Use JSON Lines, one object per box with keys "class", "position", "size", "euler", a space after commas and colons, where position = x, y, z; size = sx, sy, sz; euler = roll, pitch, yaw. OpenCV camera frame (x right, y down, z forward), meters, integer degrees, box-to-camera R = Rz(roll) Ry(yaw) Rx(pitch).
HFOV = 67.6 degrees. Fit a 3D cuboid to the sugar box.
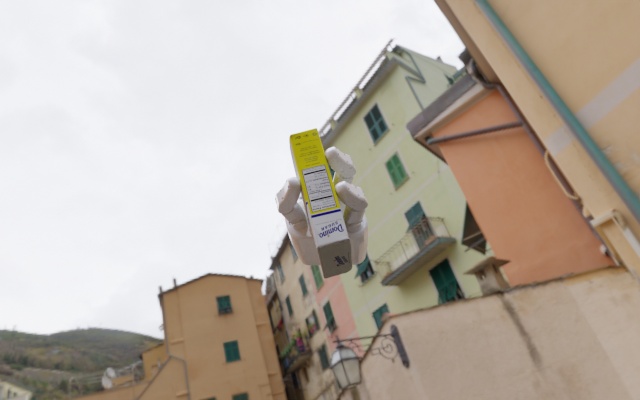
{"class": "sugar box", "position": [0.001, 0.002, 0.624], "size": [0.048, 0.176, 0.093], "euler": [-16, -32, -4]}
